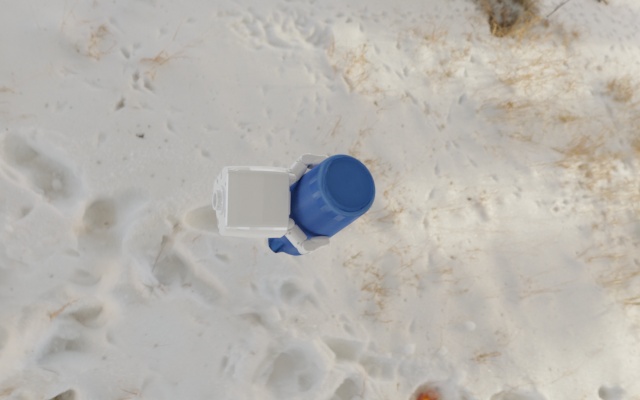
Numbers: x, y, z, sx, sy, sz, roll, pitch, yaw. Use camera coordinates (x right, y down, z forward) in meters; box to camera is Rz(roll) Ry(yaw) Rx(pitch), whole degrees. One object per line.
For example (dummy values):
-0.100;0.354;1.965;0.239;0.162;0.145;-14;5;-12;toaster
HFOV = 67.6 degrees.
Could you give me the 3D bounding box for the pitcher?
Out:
0.000;0.003;0.865;0.145;0.149;0.243;3;-19;-26;pitcher
